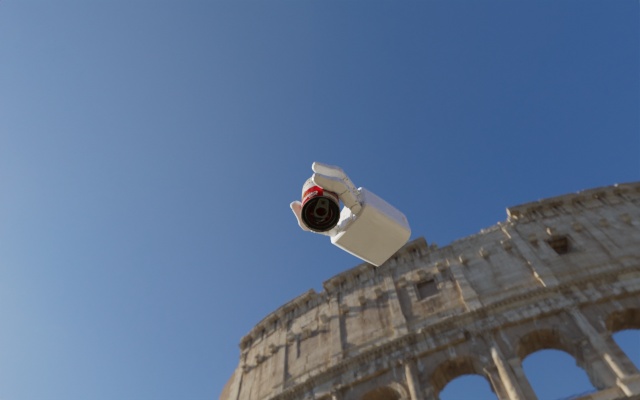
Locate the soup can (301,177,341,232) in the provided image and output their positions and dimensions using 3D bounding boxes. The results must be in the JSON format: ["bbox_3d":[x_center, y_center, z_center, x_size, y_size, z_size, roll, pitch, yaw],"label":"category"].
[{"bbox_3d":[0.000,0.003,0.849,0.068,0.068,0.102,0,25,0],"label":"soup can"}]
